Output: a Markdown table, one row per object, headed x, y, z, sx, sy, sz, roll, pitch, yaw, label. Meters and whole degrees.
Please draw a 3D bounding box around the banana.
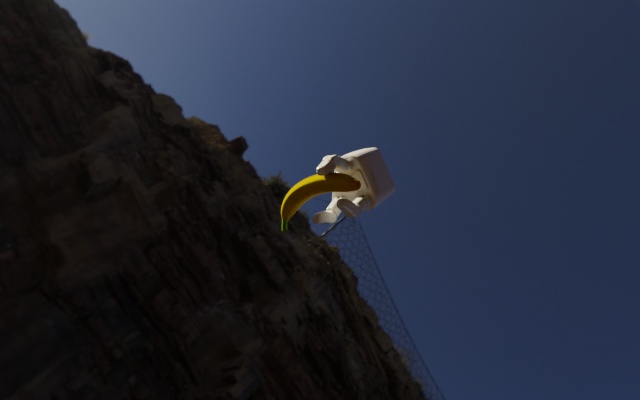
| x | y | z | sx | sy | sz | roll | pitch | yaw | label |
| --- | --- | --- | --- | --- | --- | --- | --- | --- | --- |
| -0.011 | -0.012 | 0.888 | 0.198 | 0.069 | 0.037 | -31 | -6 | 34 | banana |
